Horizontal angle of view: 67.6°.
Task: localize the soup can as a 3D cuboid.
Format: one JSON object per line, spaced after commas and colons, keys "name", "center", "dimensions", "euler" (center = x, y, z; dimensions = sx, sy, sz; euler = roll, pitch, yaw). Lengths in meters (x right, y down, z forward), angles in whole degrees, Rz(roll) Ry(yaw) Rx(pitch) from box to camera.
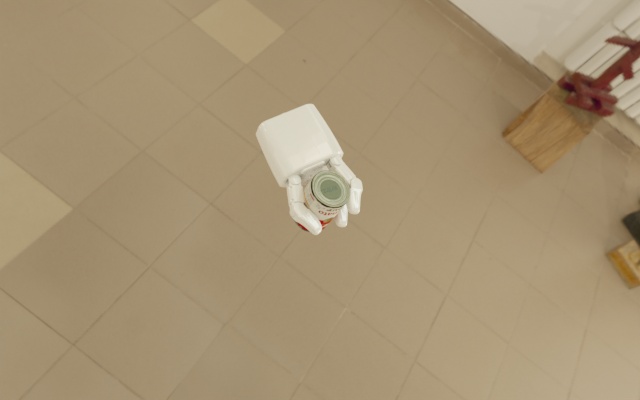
{"name": "soup can", "center": [0.000, 0.003, 0.784], "dimensions": [0.068, 0.068, 0.102], "euler": [0, -26, -22]}
